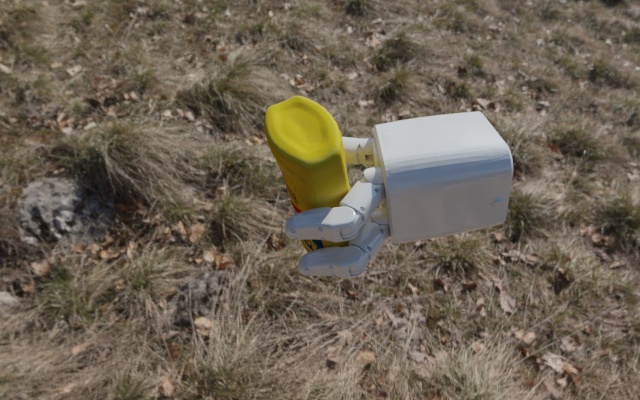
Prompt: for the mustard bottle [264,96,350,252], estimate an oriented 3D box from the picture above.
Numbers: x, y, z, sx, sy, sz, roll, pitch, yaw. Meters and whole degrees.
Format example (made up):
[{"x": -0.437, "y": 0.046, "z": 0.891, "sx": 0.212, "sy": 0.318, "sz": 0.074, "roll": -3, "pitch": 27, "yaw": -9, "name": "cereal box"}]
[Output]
[{"x": 0.000, "y": 0.001, "z": 0.459, "sx": 0.058, "sy": 0.192, "sz": 0.096, "roll": -26, "pitch": 48, "yaw": -10, "name": "mustard bottle"}]
